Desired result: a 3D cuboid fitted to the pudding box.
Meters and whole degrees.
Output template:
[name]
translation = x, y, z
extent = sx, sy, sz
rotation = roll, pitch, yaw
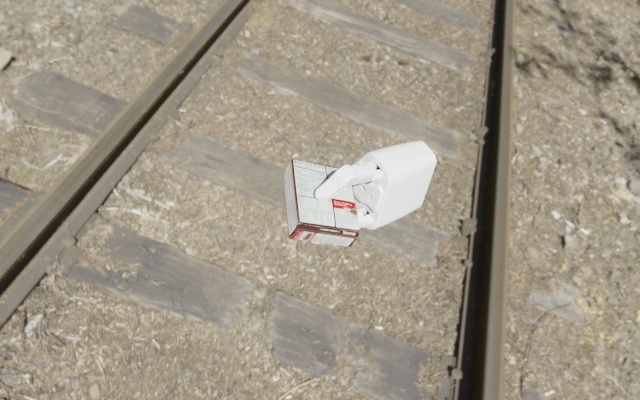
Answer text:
[pudding box]
translation = 0.000, 0.002, 0.639
extent = 0.090, 0.113, 0.039
rotation = 9, -42, -21
